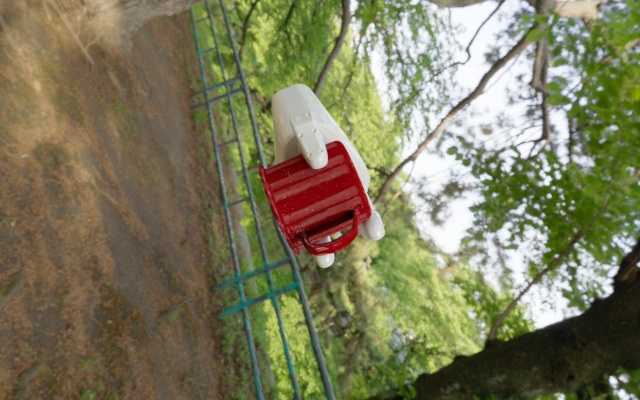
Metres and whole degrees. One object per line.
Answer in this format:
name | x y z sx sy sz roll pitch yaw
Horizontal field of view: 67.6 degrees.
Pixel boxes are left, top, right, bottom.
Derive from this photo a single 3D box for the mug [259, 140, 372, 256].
mug | 0.001 0.002 0.444 0.081 0.093 0.117 -23 42 1
